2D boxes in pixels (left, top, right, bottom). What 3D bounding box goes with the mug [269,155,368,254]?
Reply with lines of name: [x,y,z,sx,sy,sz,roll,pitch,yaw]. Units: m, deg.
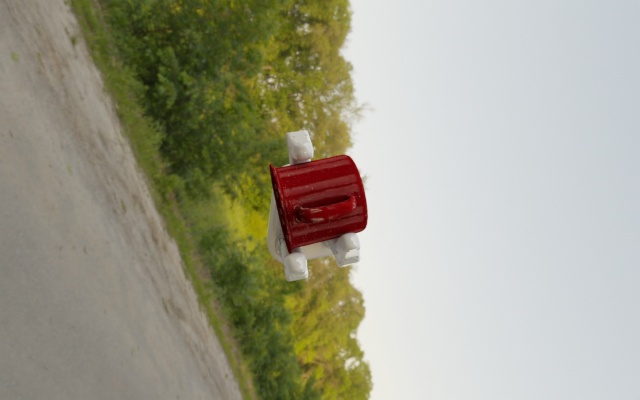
mug: [0.000,0.002,0.469,0.081,0.093,0.117,-13,8,-8]
